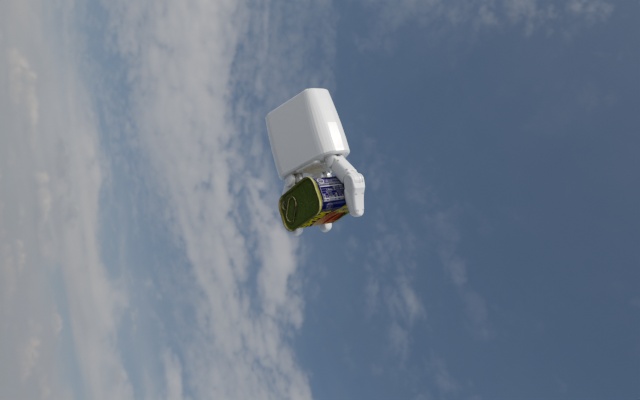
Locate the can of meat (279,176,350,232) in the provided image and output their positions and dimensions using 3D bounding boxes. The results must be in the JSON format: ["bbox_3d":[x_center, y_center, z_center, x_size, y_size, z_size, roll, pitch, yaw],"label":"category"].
[{"bbox_3d":[0.000,0.002,0.707,0.084,0.057,0.102,-8,-18,-37],"label":"can of meat"}]
